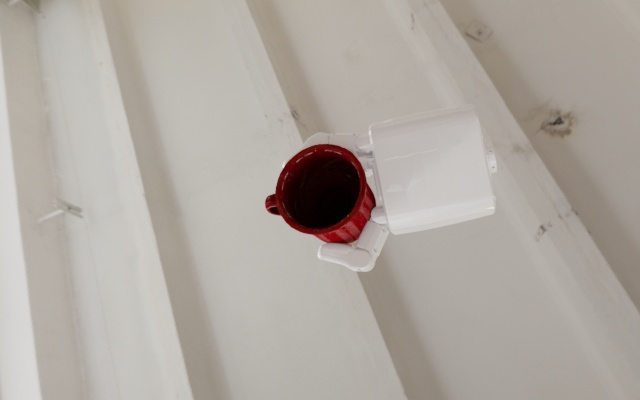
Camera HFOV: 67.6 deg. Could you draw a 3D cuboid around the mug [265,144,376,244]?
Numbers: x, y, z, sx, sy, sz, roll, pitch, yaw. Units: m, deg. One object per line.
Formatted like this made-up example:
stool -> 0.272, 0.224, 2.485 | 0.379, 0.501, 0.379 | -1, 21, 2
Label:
mug -> -0.001, 0.002, 0.500 | 0.117, 0.093, 0.081 | -10, -20, 16
